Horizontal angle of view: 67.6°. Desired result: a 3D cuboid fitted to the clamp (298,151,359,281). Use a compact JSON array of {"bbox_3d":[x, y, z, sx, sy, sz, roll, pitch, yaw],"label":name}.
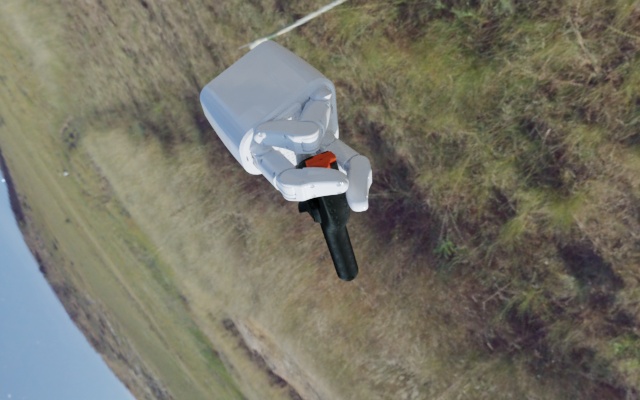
[{"bbox_3d":[0.000,0.002,0.513,0.039,0.172,0.120,-29,52,-18],"label":"clamp"}]
